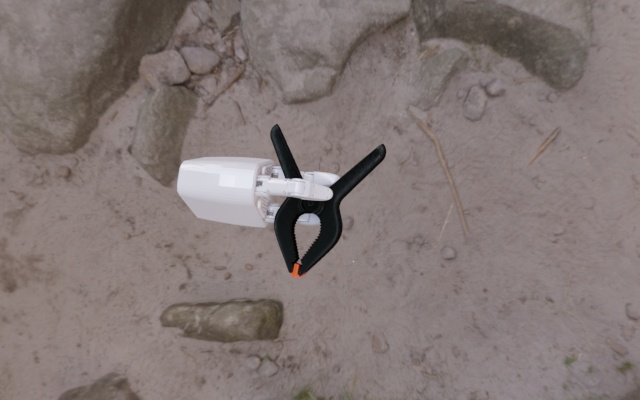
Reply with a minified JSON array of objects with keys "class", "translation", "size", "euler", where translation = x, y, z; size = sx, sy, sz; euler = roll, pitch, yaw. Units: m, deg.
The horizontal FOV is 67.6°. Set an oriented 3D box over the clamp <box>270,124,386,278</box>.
[{"class":"clamp","translation":[0.000,0.003,0.651],"size":[0.164,0.210,0.036],"euler":[5,-7,11]}]
